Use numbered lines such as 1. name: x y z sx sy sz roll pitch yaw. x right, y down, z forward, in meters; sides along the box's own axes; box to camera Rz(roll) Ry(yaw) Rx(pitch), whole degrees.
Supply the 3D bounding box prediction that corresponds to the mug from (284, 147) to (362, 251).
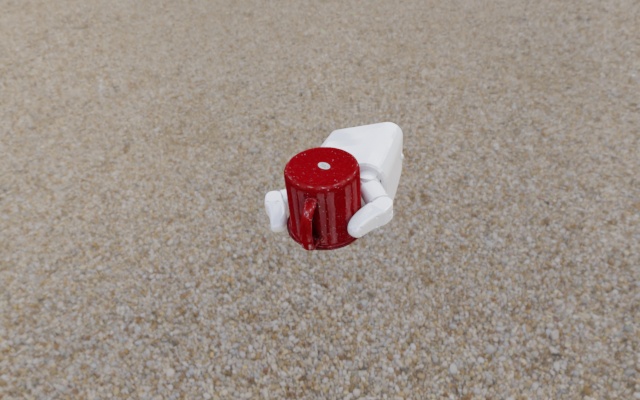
1. mug: 0.000 0.002 0.518 0.093 0.082 0.117 9 41 17
